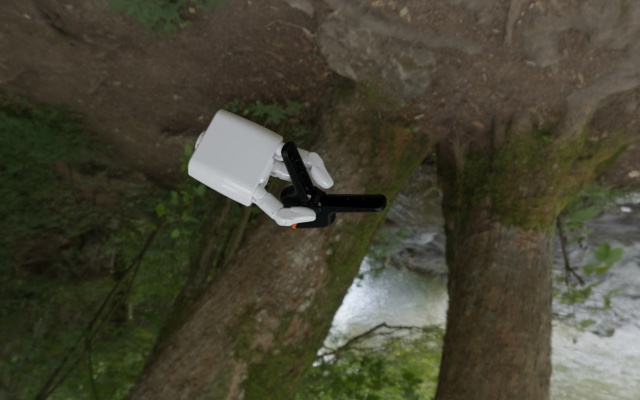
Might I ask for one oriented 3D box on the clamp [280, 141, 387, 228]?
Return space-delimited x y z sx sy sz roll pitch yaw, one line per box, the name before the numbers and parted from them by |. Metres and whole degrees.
clamp | -0.001 0.003 0.731 0.164 0.036 0.210 28 -28 -1
